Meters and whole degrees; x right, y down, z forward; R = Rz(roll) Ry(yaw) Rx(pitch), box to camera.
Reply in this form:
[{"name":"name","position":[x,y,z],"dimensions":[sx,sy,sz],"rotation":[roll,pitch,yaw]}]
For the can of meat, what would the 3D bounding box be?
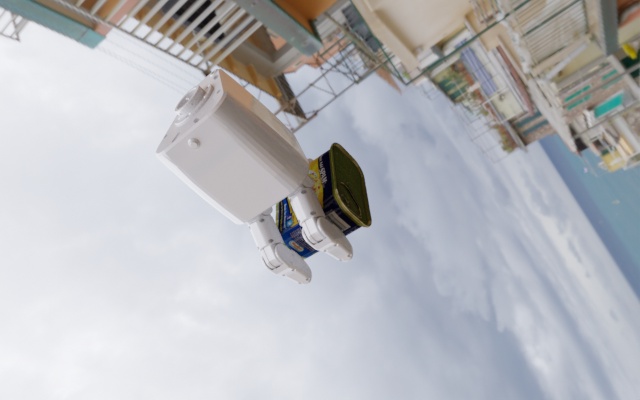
[{"name":"can of meat","position":[0.000,0.002,0.502],"dimensions":[0.084,0.102,0.057],"rotation":[-32,-53,24]}]
